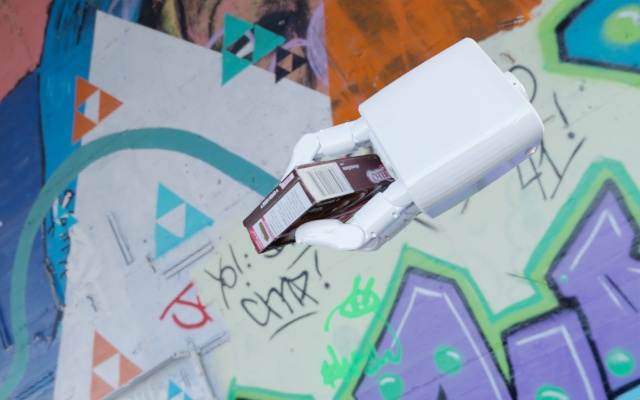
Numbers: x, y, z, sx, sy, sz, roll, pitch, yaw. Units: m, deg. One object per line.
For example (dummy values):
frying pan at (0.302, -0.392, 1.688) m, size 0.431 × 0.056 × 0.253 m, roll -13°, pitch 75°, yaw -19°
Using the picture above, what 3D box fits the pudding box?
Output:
pudding box at (0.000, 0.001, 0.426) m, size 0.113 × 0.039 × 0.090 m, roll -11°, pitch -24°, yaw -46°
